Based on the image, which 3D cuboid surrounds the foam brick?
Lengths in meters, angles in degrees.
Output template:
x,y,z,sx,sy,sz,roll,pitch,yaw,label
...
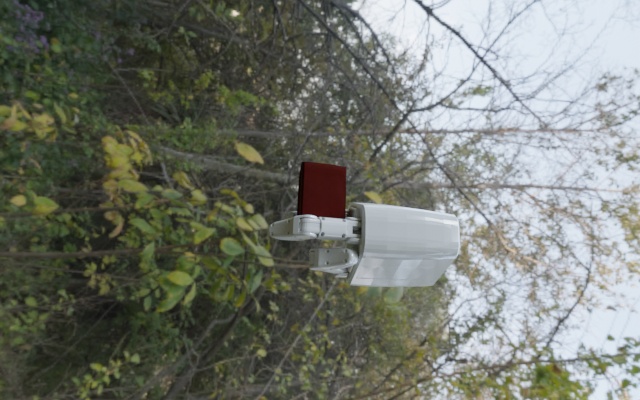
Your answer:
x,y,z,sx,sy,sz,roll,pitch,yaw,label
0.000,0.001,0.549,0.051,0.078,0.053,4,-16,-6,foam brick
